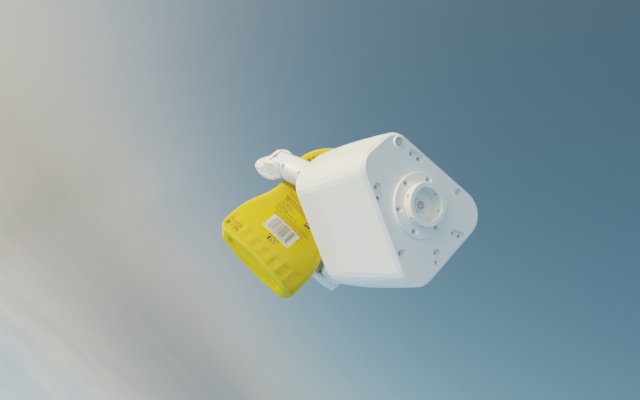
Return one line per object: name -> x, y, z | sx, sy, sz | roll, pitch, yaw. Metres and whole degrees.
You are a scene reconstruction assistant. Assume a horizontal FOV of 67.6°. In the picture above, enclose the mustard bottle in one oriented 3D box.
mustard bottle -> 0.000, 0.002, 0.488 | 0.191, 0.096, 0.058 | -42, -12, -24
